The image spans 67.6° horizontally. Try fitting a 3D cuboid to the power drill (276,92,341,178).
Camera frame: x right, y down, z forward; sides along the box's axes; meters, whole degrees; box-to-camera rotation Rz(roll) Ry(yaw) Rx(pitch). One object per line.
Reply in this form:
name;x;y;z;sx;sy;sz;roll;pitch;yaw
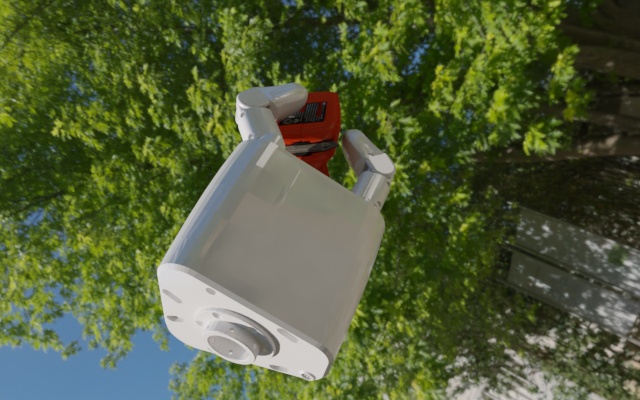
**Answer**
power drill;0.000;0.001;0.438;0.057;0.188;0.184;-7;27;5
